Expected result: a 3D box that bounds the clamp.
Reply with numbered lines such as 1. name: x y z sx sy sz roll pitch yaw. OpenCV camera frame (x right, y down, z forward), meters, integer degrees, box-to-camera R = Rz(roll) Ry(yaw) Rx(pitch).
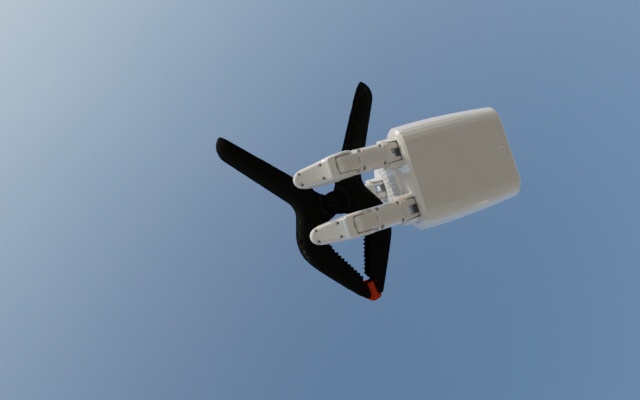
1. clamp: 0.000 0.002 0.467 0.164 0.210 0.036 -17 -4 -8
